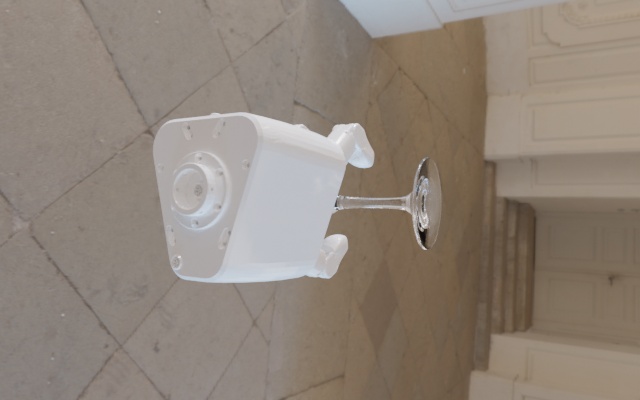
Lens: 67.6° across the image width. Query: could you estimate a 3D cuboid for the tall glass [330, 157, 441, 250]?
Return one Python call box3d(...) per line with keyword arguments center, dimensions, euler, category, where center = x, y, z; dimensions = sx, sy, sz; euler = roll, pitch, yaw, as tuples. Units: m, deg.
box3d(center=(0.001, 0.001, 0.432), dimensions=(0.201, 0.079, 0.079), euler=(1, 0, 29), category="tall glass")
